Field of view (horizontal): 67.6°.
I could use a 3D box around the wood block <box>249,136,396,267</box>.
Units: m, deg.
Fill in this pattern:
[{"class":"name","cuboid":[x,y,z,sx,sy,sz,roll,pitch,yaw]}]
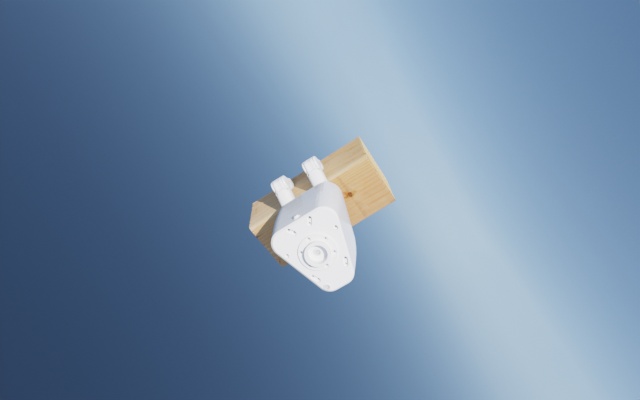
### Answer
[{"class":"wood block","cuboid":[0.000,0.003,0.748,0.206,0.091,0.090,-31,24,11]}]
